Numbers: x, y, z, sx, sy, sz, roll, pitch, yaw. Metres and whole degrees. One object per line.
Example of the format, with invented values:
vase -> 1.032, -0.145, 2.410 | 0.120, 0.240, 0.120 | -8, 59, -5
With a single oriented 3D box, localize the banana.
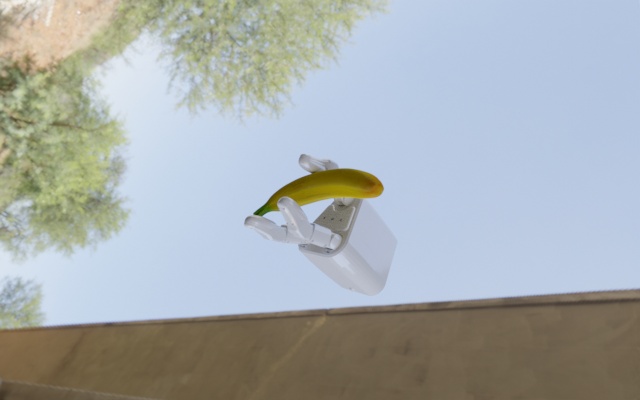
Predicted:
banana -> 0.003, -0.011, 0.609 | 0.198, 0.069, 0.037 | -14, -53, 37
